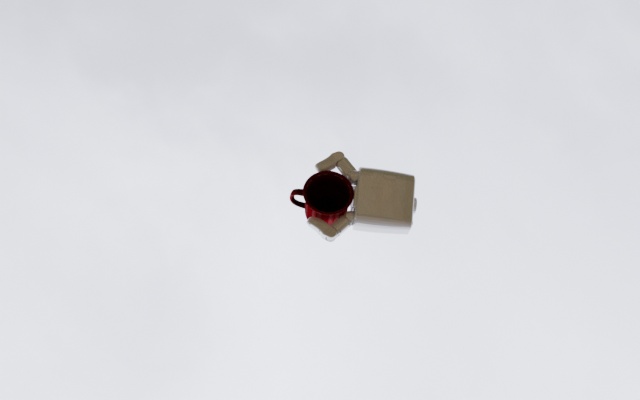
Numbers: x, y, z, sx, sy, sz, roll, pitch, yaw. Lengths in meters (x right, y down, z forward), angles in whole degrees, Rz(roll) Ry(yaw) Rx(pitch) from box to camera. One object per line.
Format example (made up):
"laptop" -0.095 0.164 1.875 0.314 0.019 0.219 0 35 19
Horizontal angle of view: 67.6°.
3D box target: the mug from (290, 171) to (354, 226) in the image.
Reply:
"mug" -0.001 0.003 0.895 0.117 0.093 0.081 6 -29 0
